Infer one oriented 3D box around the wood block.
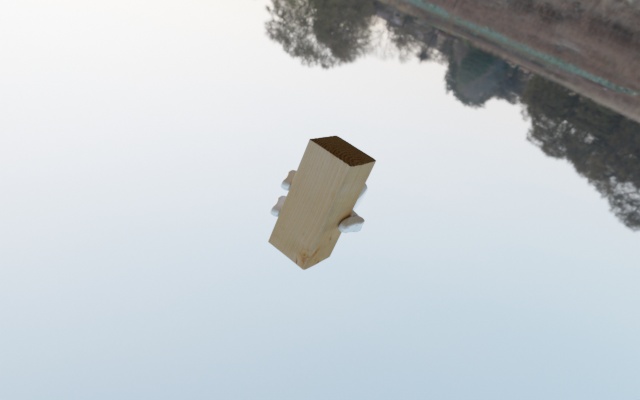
[{"bbox_3d":[0.001,0.003,0.818,0.091,0.206,0.090,35,27,23],"label":"wood block"}]
